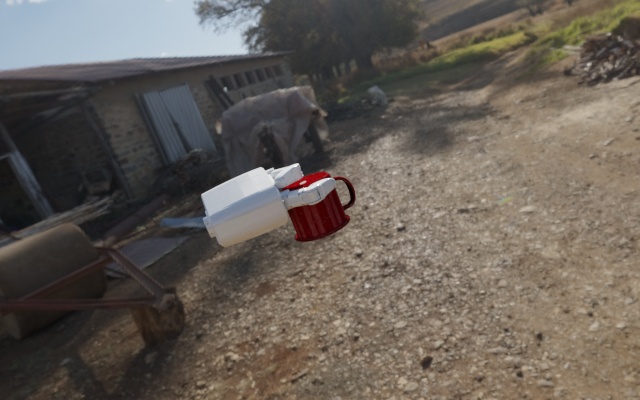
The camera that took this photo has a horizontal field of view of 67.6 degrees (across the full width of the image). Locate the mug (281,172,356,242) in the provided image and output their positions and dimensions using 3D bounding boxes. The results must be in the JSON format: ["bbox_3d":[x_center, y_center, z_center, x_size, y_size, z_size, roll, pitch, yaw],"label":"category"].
[{"bbox_3d":[0.001,0.002,0.741,0.117,0.081,0.093,-24,14,-12],"label":"mug"}]
